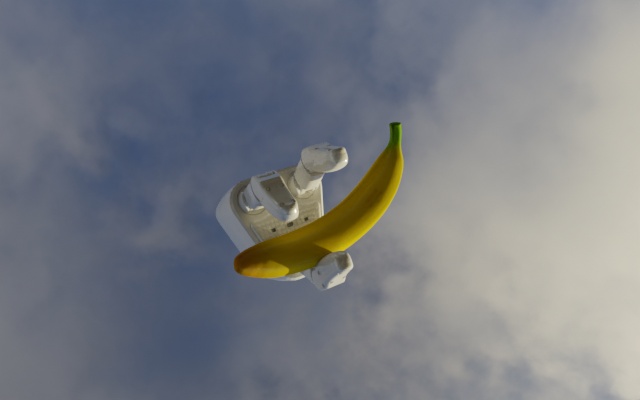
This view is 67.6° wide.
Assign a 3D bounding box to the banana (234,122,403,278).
[{"bbox_3d":[0.012,0.013,0.430,0.197,0.070,0.037,-42,23,-17],"label":"banana"}]
